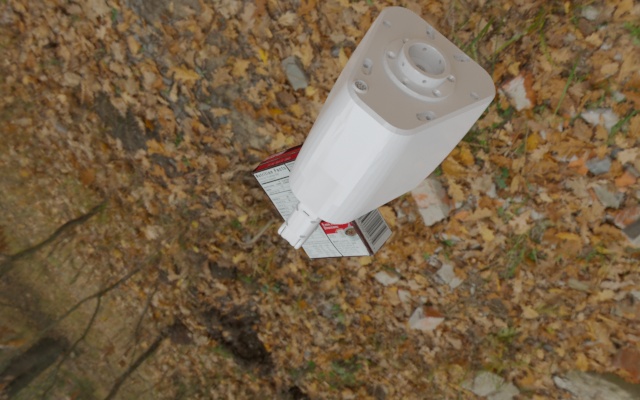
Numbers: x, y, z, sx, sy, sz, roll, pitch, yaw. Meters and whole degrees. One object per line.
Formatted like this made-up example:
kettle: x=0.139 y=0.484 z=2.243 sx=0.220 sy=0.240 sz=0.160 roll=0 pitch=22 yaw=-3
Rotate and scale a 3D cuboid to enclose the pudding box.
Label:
pudding box: x=0.000 y=0.002 z=0.443 sx=0.090 sy=0.113 sz=0.039 roll=-10 pitch=27 yaw=49
